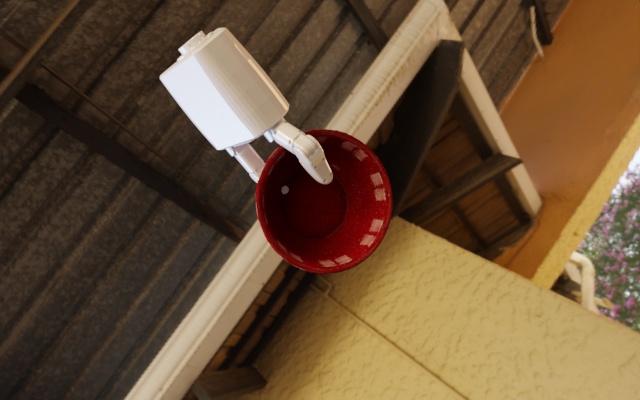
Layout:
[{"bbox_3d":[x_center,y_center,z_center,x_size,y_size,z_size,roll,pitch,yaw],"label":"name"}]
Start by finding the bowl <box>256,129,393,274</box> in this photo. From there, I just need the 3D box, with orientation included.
[{"bbox_3d":[0.001,0.003,0.556,0.162,0.162,0.055,0,-3,-18],"label":"bowl"}]
